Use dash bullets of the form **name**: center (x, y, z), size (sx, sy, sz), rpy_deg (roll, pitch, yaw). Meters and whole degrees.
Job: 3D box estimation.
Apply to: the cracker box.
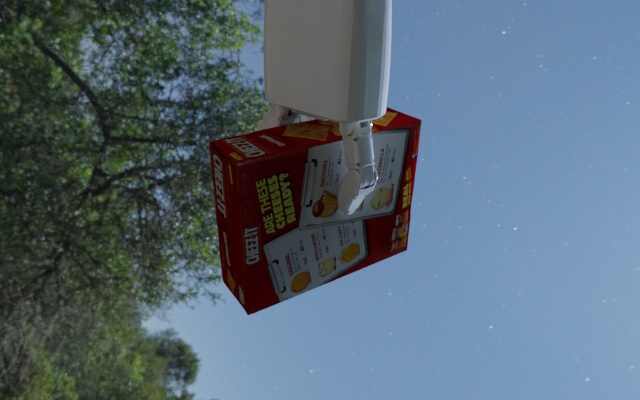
- **cracker box**: center (0.000, 0.002, 0.501), size (0.213, 0.164, 0.072), rpy_deg (-17, 32, -30)
